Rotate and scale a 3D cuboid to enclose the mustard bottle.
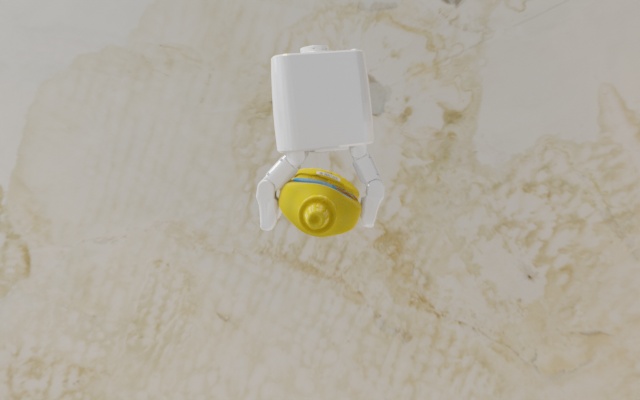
[{"bbox_3d":[0.000,0.002,0.569,0.096,0.058,0.191,19,10,-1],"label":"mustard bottle"}]
